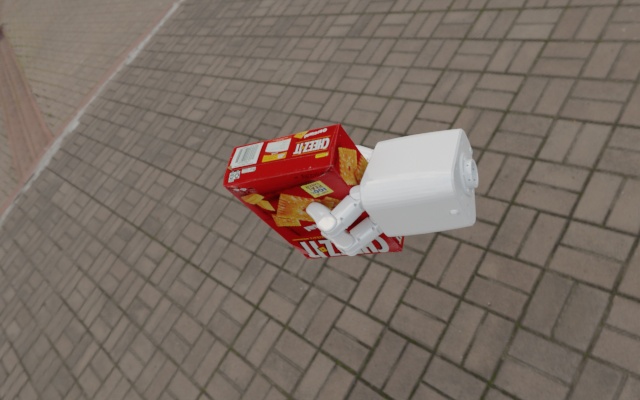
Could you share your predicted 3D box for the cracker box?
[{"bbox_3d":[0.000,0.002,0.642,0.164,0.072,0.214,-8,-36,31],"label":"cracker box"}]
